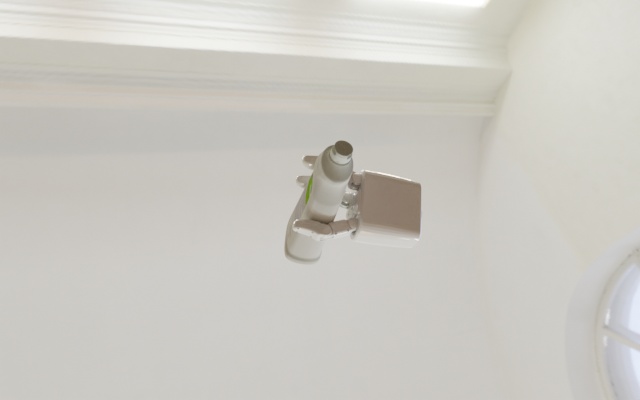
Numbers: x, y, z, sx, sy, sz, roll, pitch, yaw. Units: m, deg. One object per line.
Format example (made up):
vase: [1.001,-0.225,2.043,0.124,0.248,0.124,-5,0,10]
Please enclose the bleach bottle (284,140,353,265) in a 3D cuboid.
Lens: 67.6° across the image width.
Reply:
bleach bottle: [0.000,0.002,0.767,0.068,0.102,0.251,10,-36,-11]
